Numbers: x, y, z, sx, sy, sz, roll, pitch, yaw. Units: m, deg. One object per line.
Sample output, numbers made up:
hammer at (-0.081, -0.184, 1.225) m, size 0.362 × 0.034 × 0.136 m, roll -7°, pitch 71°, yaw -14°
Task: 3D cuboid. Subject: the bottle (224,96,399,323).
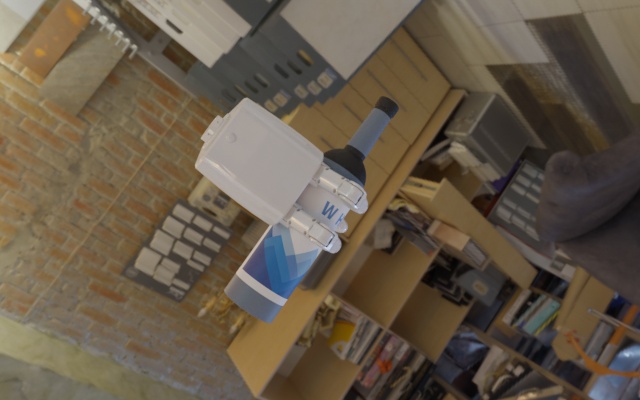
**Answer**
bottle at (0.000, 0.002, 0.563) m, size 0.069 × 0.295 × 0.069 m, roll 35°, pitch -6°, yaw 4°
